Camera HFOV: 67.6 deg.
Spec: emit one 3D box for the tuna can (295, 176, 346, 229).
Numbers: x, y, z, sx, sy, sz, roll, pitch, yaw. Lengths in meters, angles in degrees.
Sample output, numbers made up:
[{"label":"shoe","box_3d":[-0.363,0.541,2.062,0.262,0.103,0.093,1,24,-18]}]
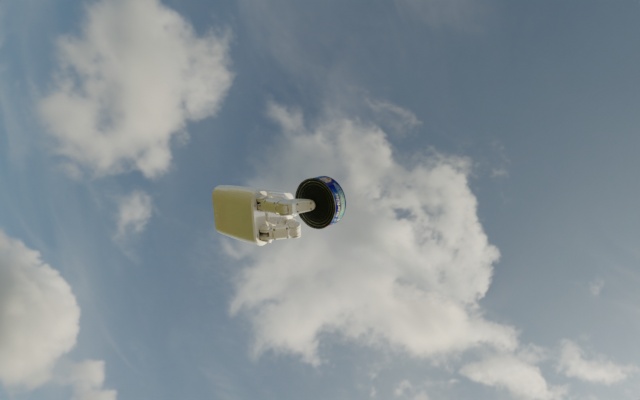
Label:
[{"label":"tuna can","box_3d":[0.001,0.003,0.796,0.086,0.086,0.033,0,11,40]}]
